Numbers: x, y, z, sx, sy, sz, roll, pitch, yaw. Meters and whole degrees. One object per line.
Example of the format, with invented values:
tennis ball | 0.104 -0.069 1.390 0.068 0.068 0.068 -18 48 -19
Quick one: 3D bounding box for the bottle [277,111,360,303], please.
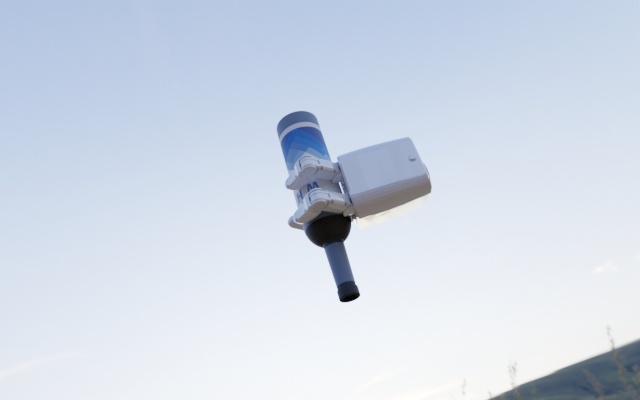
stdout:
bottle | 0.000 0.002 0.669 0.069 0.295 0.069 -12 -33 -8
